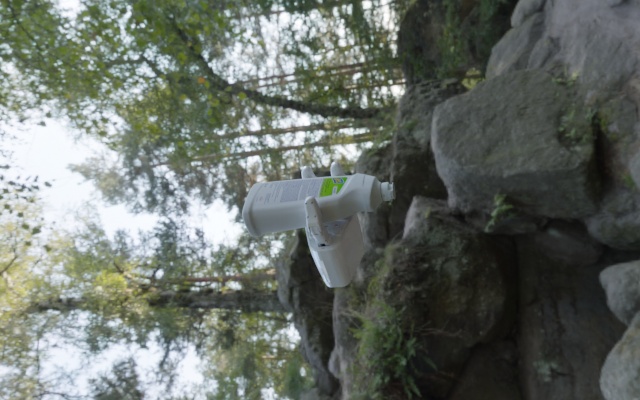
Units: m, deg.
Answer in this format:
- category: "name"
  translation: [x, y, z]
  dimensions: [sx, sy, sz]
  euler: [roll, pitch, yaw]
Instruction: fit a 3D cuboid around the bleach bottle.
- category: "bleach bottle"
  translation: [0.000, 0.003, 0.813]
  dimensions: [0.251, 0.068, 0.102]
  euler: [-6, 39, 15]
